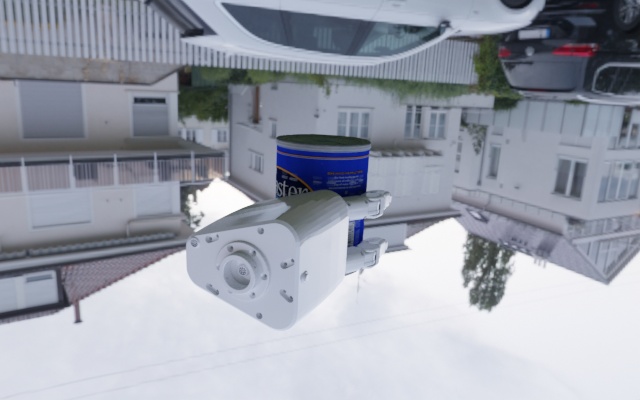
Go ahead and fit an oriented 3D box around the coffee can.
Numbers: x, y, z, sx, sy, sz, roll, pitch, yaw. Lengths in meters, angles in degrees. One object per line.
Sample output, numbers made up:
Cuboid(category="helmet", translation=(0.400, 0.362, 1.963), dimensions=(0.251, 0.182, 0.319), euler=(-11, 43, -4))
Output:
Cuboid(category="coffee can", translation=(0.000, 0.002, 0.530), dimensions=(0.103, 0.140, 0.102), euler=(3, 14, -1))
